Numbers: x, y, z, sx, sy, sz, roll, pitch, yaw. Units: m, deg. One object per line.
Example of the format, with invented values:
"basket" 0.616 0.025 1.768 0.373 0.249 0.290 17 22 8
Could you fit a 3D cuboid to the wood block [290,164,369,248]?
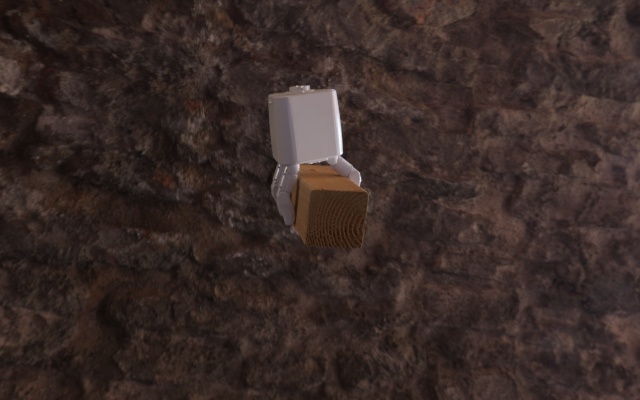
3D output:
"wood block" 0.000 0.002 0.796 0.091 0.090 0.206 2 14 -14
